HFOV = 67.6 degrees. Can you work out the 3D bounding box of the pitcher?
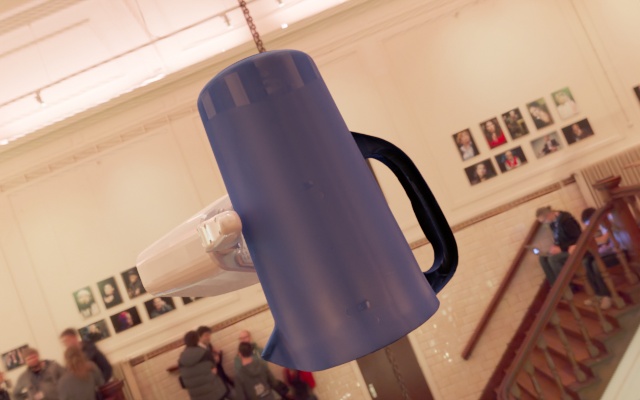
[{"bbox_3d":[0.000,0.001,0.403,0.145,0.243,0.149,-26,-5,32],"label":"pitcher"}]
